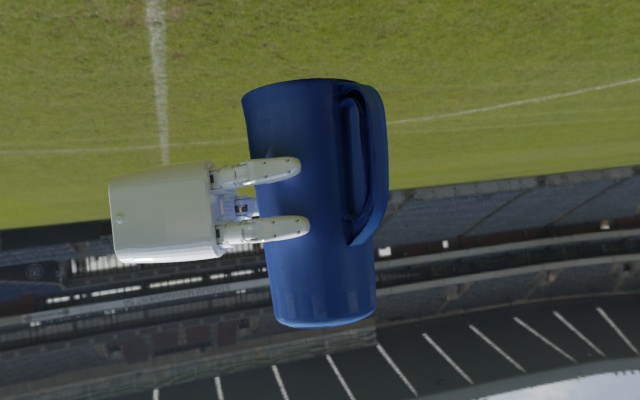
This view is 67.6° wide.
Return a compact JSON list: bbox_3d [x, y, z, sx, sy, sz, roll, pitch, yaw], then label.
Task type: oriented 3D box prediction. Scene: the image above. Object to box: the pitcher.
[{"bbox_3d":[0.000,0.002,0.496,0.145,0.243,0.149,-6,-2,5],"label":"pitcher"}]
